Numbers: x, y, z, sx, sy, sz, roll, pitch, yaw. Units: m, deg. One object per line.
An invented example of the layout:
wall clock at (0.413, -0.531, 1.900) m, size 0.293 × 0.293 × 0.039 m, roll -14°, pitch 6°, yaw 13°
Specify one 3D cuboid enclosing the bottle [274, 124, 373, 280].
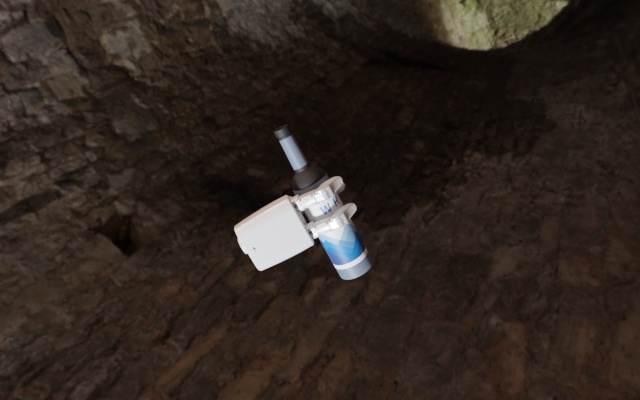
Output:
bottle at (0.000, 0.003, 0.839) m, size 0.069 × 0.296 × 0.069 m, roll -25°, pitch 18°, yaw 9°
